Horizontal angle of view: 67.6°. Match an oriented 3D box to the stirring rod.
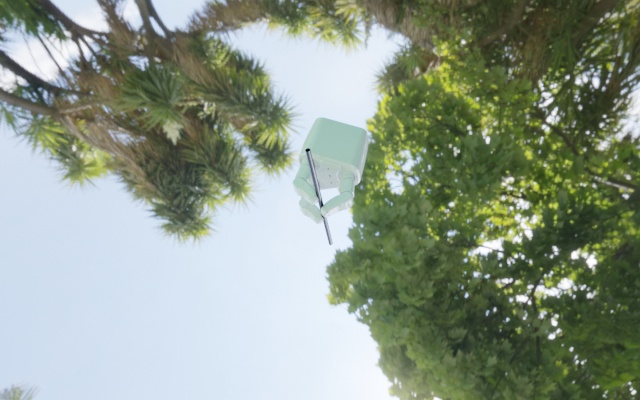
[{"bbox_3d":[0.000,0.003,0.800,0.011,0.011,0.240,0,-40,12],"label":"stirring rod"}]
